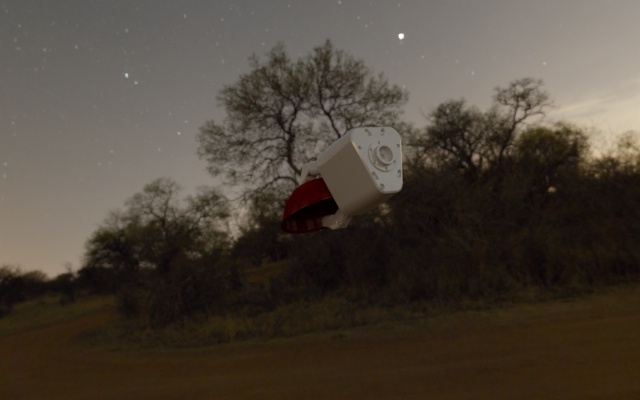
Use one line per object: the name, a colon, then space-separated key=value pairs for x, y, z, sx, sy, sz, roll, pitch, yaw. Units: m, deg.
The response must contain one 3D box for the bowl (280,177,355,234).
bowl: x=-0.001 y=0.003 z=0.848 sx=0.162 sy=0.055 sz=0.162 roll=-16 pitch=-20 yaw=-6
